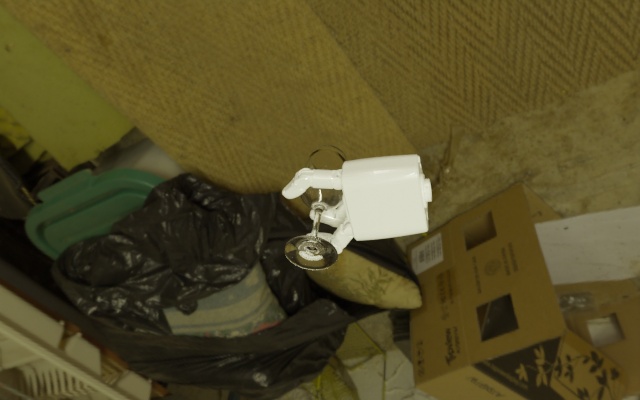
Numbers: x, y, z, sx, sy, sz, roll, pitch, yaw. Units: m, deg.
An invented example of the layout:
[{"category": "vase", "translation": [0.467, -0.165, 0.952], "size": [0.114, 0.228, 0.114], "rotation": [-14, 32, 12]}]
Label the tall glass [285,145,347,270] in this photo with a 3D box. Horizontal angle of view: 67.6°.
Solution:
[{"category": "tall glass", "translation": [0.000, 0.003, 0.722], "size": [0.079, 0.200, 0.079], "rotation": [5, -44, 5]}]
